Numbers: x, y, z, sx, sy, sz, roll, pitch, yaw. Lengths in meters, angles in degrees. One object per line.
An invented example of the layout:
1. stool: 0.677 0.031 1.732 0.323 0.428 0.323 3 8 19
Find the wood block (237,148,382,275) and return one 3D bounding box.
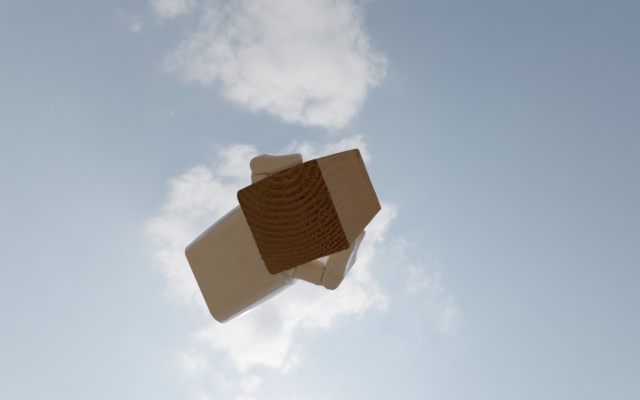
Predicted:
1. wood block: 0.000 0.002 0.543 0.090 0.091 0.206 -21 3 17
